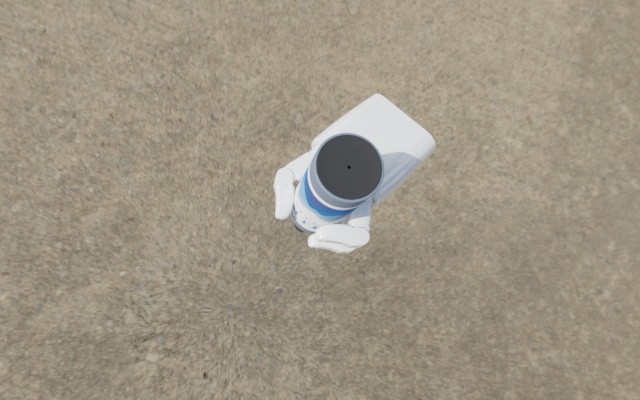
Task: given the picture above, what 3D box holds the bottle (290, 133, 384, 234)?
[{"bbox_3d":[0.000,0.002,0.573,0.069,0.069,0.296,0,-13,-11],"label":"bottle"}]
